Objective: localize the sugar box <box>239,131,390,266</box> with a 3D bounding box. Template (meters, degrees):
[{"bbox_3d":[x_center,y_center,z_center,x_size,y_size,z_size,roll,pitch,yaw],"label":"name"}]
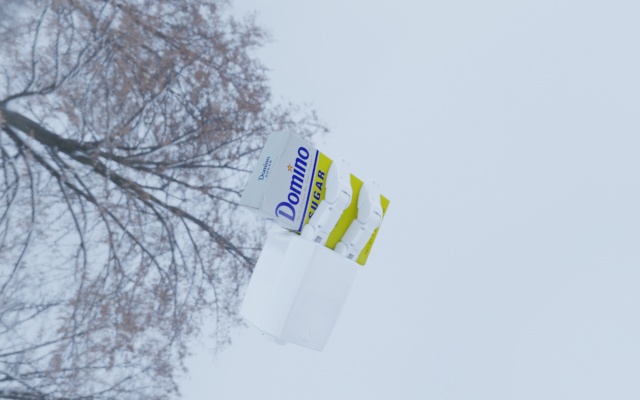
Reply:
[{"bbox_3d":[0.000,0.002,0.555,0.176,0.093,0.048,31,-14,-39],"label":"sugar box"}]
